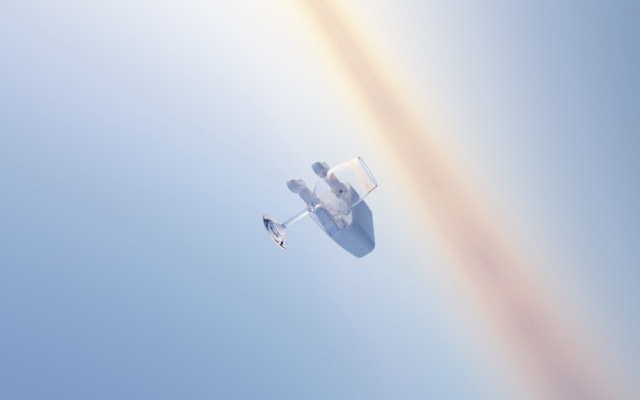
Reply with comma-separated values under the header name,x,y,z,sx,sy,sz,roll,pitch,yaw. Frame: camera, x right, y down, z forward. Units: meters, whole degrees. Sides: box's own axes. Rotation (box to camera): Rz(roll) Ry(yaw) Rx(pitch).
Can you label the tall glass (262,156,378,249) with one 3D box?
name,x,y,z,sx,sy,sz,roll,pitch,yaw
tall glass,0.000,0.003,0.837,0.201,0.079,0.079,-33,-8,13
